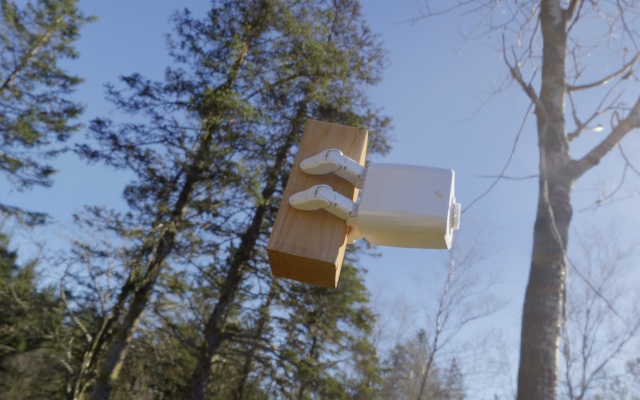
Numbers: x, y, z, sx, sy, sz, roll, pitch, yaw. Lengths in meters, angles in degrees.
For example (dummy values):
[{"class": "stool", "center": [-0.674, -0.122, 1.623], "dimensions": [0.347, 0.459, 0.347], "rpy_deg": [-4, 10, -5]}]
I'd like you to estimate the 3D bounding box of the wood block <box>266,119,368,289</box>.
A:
[{"class": "wood block", "center": [0.001, 0.002, 0.653], "dimensions": [0.090, 0.206, 0.091], "rpy_deg": [11, -30, 8]}]
